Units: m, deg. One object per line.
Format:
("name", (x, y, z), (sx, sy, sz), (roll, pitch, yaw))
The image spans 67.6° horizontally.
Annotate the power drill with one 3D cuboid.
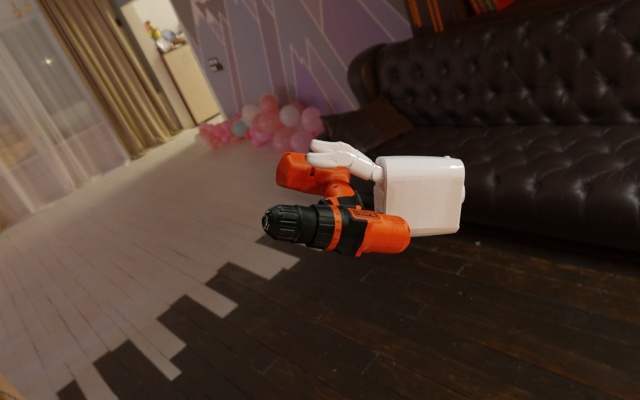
("power drill", (0.000, 0.002, 0.609), (0.184, 0.057, 0.187), (9, 26, -25))
